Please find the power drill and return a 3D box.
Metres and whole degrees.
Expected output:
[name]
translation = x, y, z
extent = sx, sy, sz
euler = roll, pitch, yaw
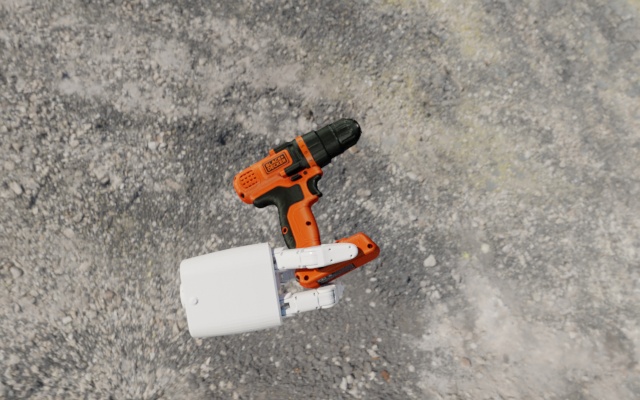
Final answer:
[power drill]
translation = 0.000, 0.002, 0.607
extent = 0.184, 0.187, 0.057
euler = -29, -22, 4
